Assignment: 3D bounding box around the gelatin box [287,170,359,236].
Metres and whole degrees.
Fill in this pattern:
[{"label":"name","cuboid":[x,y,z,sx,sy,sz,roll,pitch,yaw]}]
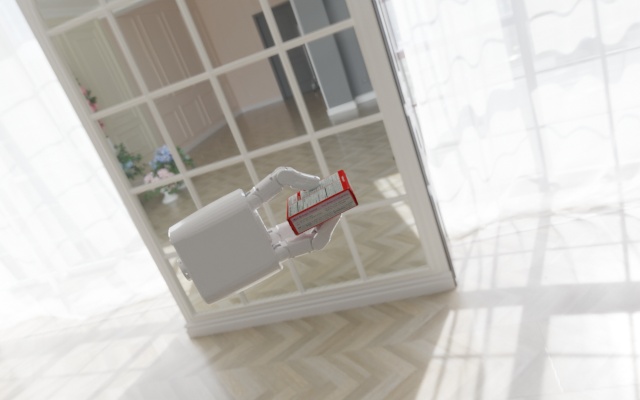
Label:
[{"label":"gelatin box","cuboid":[0.000,0.001,0.616,0.089,0.030,0.073,-28,21,7]}]
